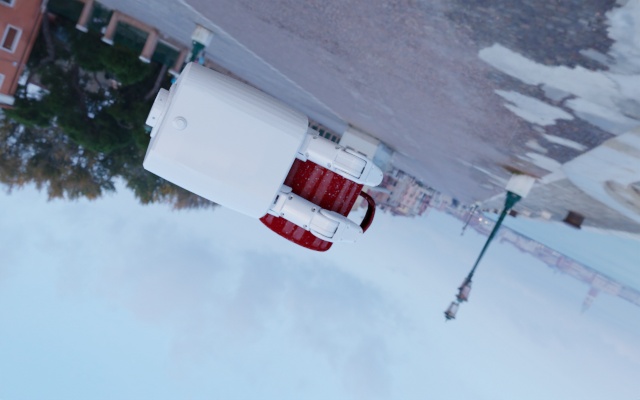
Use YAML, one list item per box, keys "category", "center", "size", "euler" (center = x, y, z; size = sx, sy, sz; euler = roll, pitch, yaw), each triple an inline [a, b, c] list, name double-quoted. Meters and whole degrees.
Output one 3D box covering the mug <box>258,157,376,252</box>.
- category: "mug"
  center: [0.001, 0.002, 0.472]
  size: [0.117, 0.081, 0.093]
  euler: [24, 7, -23]
